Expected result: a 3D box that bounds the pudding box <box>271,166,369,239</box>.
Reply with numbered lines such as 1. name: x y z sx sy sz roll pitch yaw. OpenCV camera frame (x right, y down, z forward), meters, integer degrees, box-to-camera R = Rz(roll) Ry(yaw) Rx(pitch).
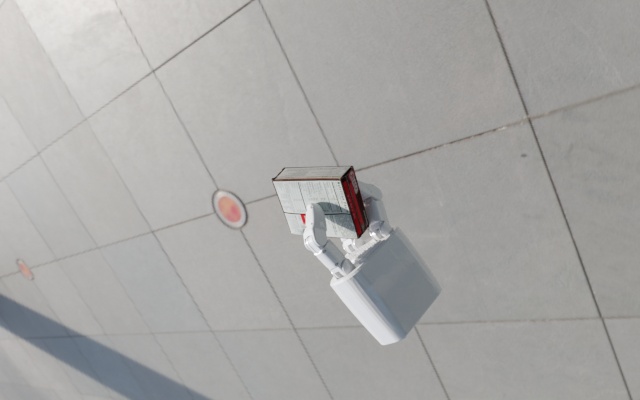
1. pudding box: 0.000 0.002 0.624 0.113 0.090 0.039 0 30 33
